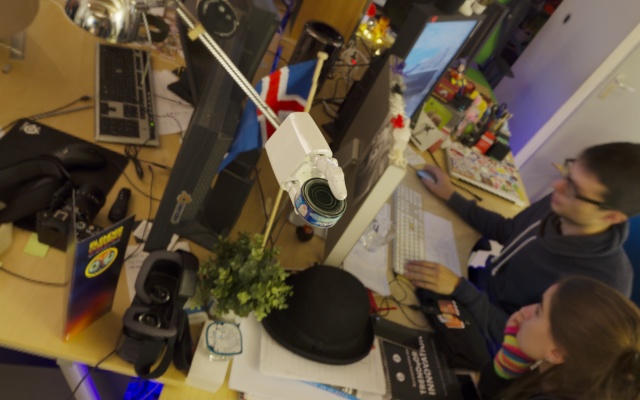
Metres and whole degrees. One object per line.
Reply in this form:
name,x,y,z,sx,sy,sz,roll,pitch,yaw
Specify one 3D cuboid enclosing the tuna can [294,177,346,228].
tuna can,0.000,0.002,0.810,0.086,0.086,0.034,0,-36,-33
